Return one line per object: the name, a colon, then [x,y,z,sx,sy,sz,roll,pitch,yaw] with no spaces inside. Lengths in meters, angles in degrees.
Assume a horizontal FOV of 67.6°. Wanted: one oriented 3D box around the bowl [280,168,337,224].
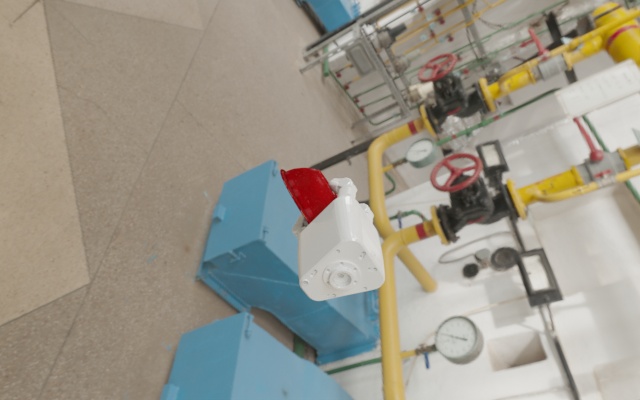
bowl: [0.000,0.002,0.788,0.055,0.162,0.162,-33,-3,4]
